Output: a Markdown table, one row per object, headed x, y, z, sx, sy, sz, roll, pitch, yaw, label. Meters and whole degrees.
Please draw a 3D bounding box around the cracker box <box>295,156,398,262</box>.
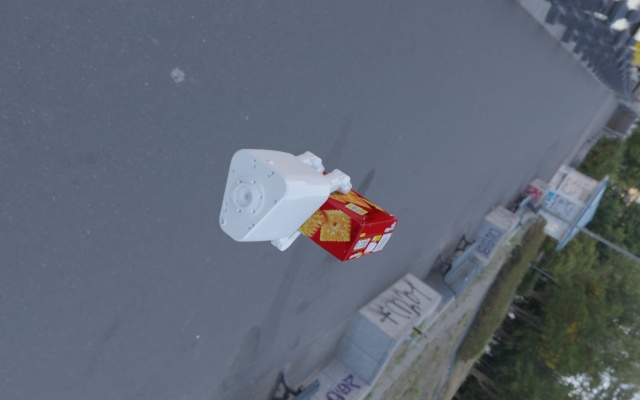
| x | y | z | sx | sy | sz | roll | pitch | yaw | label |
| --- | --- | --- | --- | --- | --- | --- | --- | --- | --- |
| 0.000 | 0.003 | 0.751 | 0.213 | 0.072 | 0.164 | 35 | 15 | 22 | cracker box |
